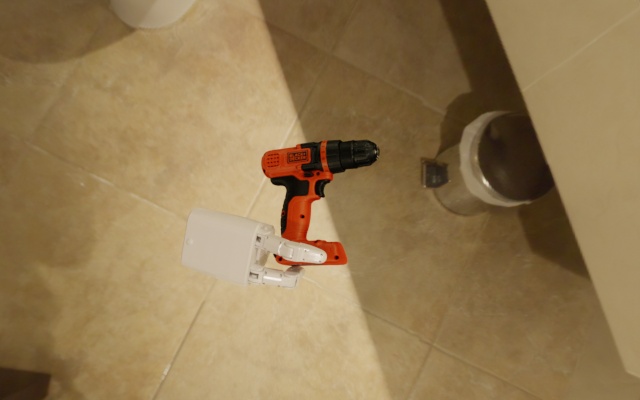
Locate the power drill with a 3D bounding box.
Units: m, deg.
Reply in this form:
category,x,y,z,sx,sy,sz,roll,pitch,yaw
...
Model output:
category,x,y,z,sx,sy,sz,roll,pitch,yaw
power drill,0.000,0.003,0.712,0.184,0.187,0.057,-6,-14,19
